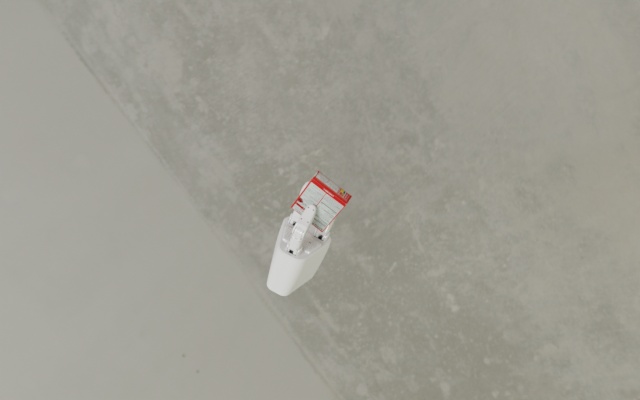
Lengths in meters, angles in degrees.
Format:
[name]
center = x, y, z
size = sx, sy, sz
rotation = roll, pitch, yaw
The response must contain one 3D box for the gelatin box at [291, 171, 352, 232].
[gelatin box]
center = 0.000, 0.003, 0.827
size = 0.089, 0.073, 0.030
rotation = -52, 2, 42
